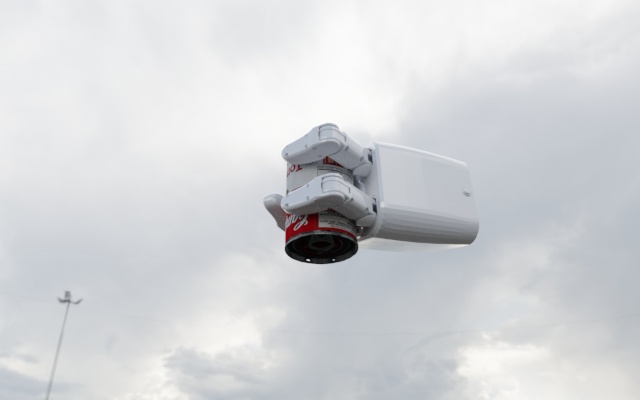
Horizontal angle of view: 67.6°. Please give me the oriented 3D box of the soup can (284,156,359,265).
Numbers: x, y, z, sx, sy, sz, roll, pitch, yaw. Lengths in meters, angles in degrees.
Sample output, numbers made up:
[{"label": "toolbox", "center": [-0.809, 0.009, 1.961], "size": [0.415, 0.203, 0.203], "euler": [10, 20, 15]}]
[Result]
[{"label": "soup can", "center": [0.000, 0.001, 0.461], "size": [0.068, 0.102, 0.068], "euler": [-1, -30, -1]}]
